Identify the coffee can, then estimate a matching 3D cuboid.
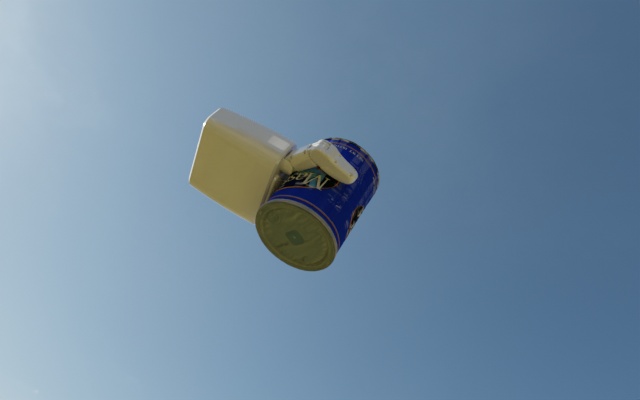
[{"bbox_3d":[0.000,0.002,0.586,0.103,0.103,0.140,0,36,32],"label":"coffee can"}]
